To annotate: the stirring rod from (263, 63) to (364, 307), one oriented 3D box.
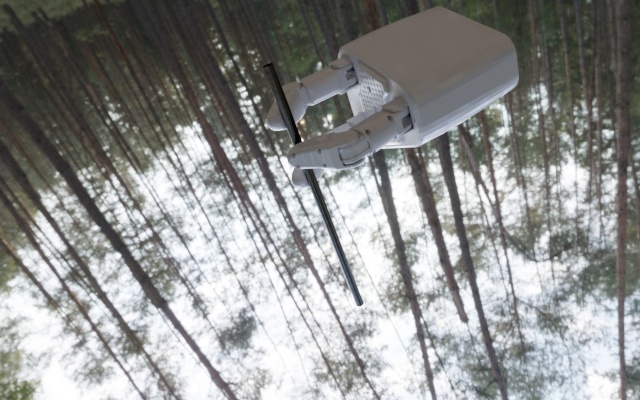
[{"bbox_3d":[0.000,0.001,0.400,0.011,0.240,0.011,-16,30,9],"label":"stirring rod"}]
